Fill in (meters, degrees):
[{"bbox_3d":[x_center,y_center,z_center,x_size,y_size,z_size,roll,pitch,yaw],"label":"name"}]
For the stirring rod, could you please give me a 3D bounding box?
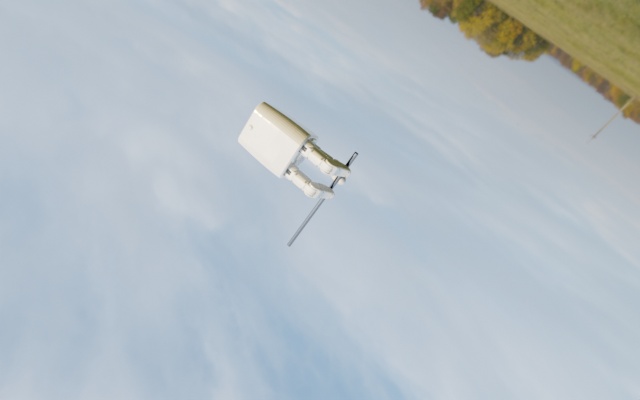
[{"bbox_3d":[0.000,0.003,0.893,0.011,0.240,0.011,27,29,-17],"label":"stirring rod"}]
